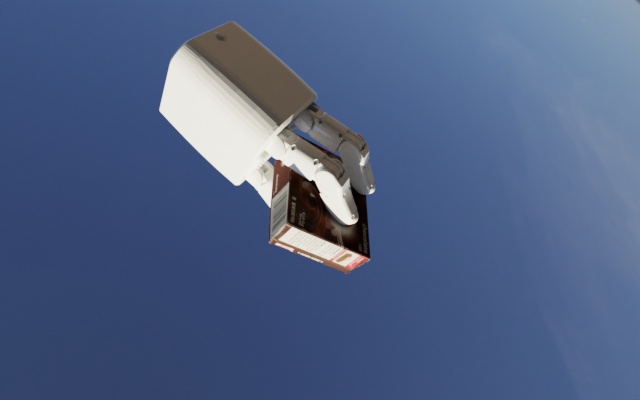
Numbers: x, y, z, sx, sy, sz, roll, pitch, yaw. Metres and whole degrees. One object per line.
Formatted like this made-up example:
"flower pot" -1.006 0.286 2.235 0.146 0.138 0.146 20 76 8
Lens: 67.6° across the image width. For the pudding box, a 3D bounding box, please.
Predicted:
"pudding box" 0.000 0.002 0.448 0.090 0.113 0.039 24 -43 -26
